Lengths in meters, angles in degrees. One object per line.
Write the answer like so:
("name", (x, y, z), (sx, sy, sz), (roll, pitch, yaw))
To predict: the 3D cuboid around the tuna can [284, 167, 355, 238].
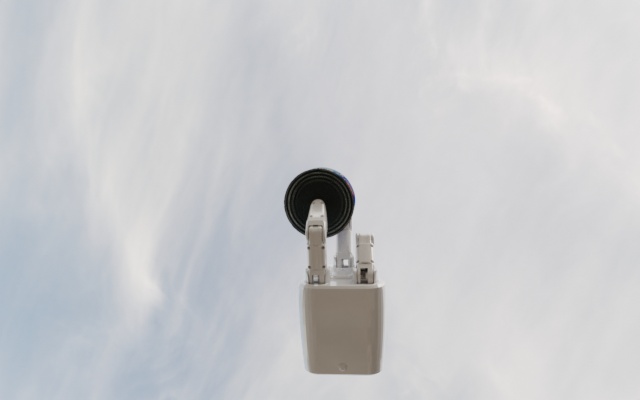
("tuna can", (0.000, 0.002, 0.589), (0.086, 0.086, 0.033), (0, 9, 8))
